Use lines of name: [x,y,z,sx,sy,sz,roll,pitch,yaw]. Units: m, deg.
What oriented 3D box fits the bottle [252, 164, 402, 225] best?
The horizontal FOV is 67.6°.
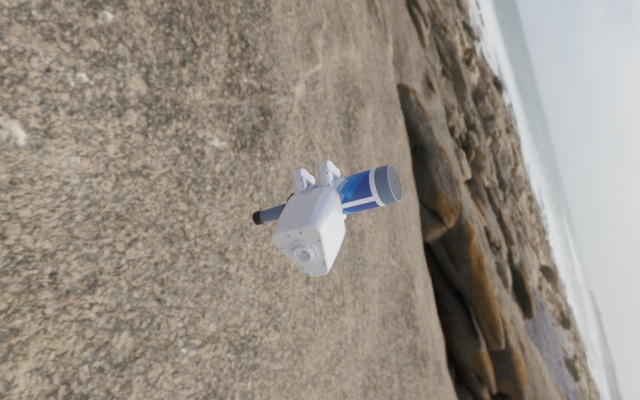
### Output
bottle: [0.000,0.003,0.879,0.296,0.069,0.069,-14,-7,27]
